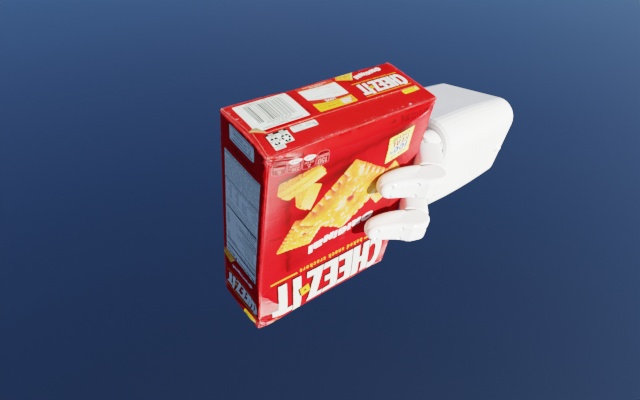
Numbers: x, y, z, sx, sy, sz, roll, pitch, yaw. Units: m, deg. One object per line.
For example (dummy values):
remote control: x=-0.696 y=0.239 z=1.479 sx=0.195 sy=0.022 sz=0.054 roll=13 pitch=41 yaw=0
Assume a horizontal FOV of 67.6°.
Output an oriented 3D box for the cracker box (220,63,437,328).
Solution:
cracker box: x=0.000 y=0.001 z=0.430 sx=0.164 sy=0.214 sz=0.072 roll=-23 pitch=52 yaw=-29
